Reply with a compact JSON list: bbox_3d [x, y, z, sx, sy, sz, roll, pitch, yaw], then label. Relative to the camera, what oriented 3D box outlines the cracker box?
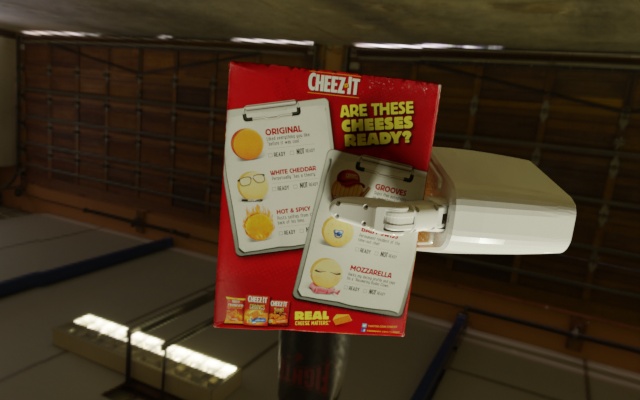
[{"bbox_3d":[0.000,0.002,0.408,0.164,0.214,0.072,4,10,-6],"label":"cracker box"}]
